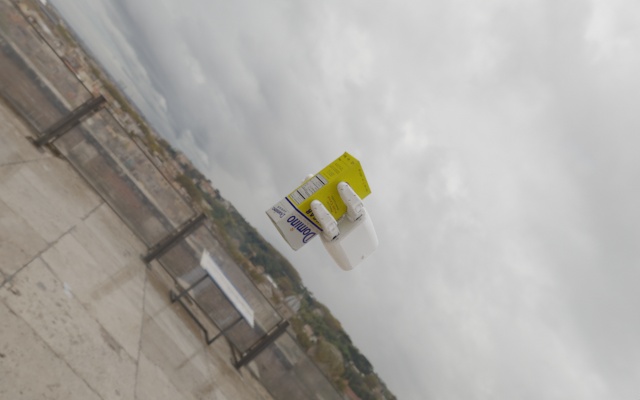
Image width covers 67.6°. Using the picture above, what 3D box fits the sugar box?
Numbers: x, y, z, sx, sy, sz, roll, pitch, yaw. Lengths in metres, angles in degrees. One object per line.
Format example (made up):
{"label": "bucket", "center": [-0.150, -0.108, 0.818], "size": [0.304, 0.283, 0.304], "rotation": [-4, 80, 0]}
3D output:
{"label": "sugar box", "center": [0.001, 0.003, 0.825], "size": [0.048, 0.176, 0.093], "rotation": [42, -13, 40]}
